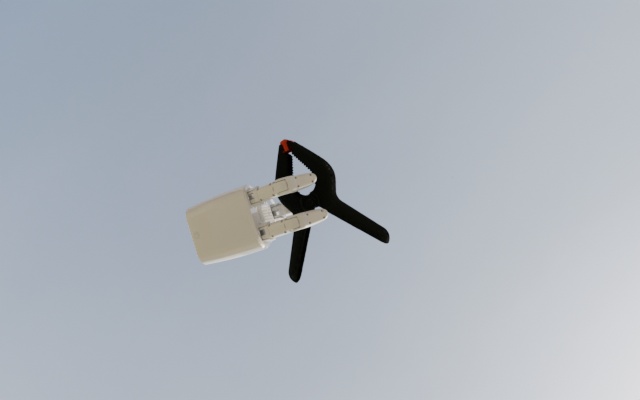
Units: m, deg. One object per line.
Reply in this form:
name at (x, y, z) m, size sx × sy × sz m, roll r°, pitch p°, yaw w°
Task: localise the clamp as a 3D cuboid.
clamp at (0.000, 0.002, 0.710) m, size 0.164 × 0.210 × 0.036 m, roll -18°, pitch -2°, yaw 15°
